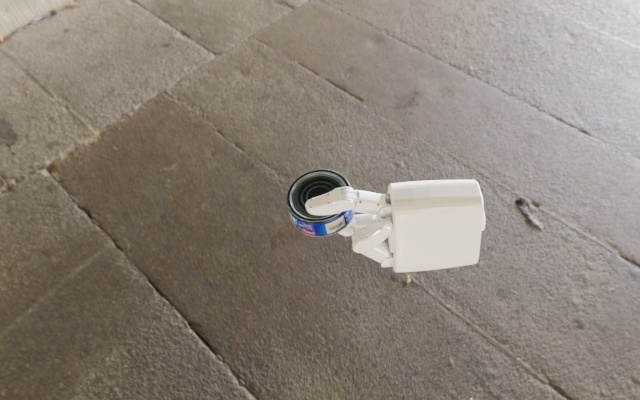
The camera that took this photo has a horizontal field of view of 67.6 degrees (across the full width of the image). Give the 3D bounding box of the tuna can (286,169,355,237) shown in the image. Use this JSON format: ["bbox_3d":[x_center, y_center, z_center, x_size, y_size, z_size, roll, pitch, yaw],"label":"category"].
[{"bbox_3d":[0.000,0.002,0.607,0.086,0.086,0.034,0,-35,11],"label":"tuna can"}]
